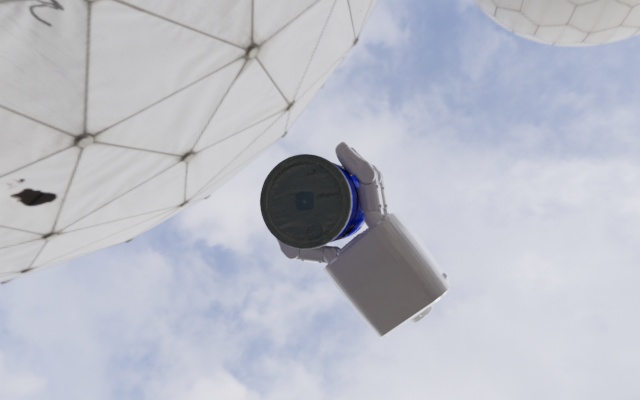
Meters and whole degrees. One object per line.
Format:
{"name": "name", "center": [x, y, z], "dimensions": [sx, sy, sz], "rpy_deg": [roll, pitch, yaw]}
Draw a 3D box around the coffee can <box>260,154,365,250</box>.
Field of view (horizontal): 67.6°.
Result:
{"name": "coffee can", "center": [0.000, 0.002, 0.577], "dimensions": [0.103, 0.103, 0.140], "rpy_deg": [0, 0, 15]}
